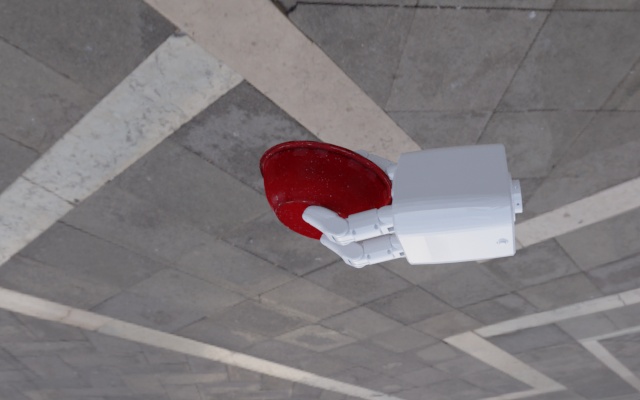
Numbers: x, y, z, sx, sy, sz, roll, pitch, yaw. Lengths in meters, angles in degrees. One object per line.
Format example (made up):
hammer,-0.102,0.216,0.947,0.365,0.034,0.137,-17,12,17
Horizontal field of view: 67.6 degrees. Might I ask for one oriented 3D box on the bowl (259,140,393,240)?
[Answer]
bowl,-0.001,0.002,0.545,0.162,0.055,0.162,13,-28,7
